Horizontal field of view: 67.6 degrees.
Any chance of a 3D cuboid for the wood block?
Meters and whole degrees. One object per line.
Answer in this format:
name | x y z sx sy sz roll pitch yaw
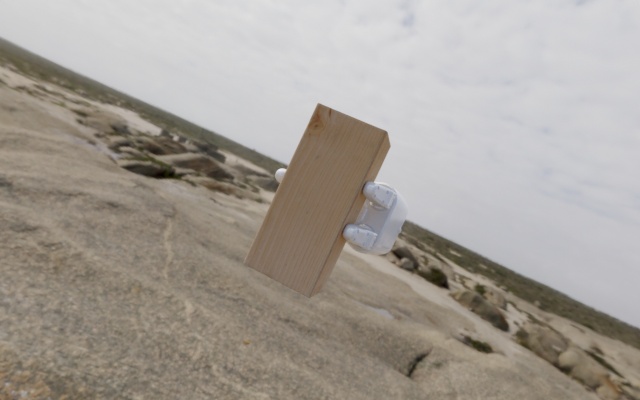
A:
wood block | 0.000 0.002 0.583 0.091 0.206 0.090 25 0 12
